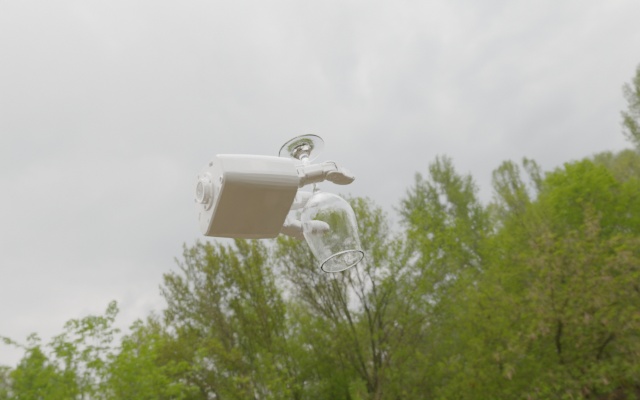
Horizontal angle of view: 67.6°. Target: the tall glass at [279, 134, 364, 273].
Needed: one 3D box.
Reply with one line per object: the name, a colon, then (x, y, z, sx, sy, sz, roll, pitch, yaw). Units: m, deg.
tall glass: (0.000, 0.002, 0.694, 0.079, 0.201, 0.079, -15, -30, -9)
